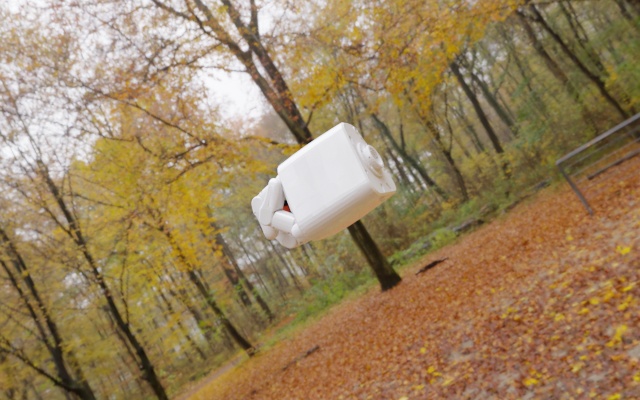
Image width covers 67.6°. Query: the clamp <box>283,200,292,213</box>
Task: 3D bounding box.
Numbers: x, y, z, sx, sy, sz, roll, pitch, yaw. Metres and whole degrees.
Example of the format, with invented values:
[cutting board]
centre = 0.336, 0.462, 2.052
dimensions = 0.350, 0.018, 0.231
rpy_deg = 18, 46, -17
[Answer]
[clamp]
centre = 0.000, 0.002, 0.705
dimensions = 0.120, 0.039, 0.171
rpy_deg = -34, -9, 23
